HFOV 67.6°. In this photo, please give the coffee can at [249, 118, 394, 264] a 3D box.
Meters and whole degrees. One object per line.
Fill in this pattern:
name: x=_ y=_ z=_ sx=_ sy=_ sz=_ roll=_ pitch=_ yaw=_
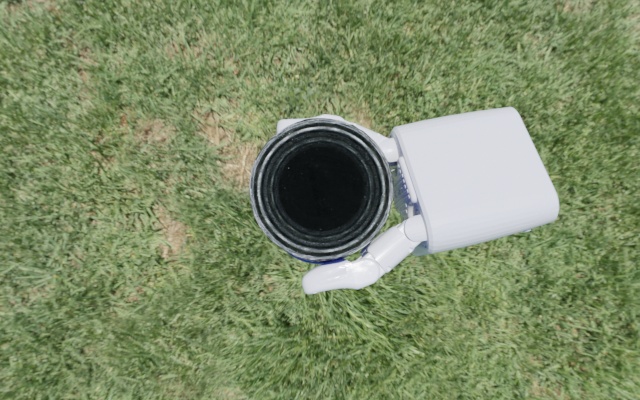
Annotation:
coffee can: x=0.000 y=0.001 z=0.404 sx=0.103 sy=0.103 sz=0.140 roll=0 pitch=-8 yaw=0
